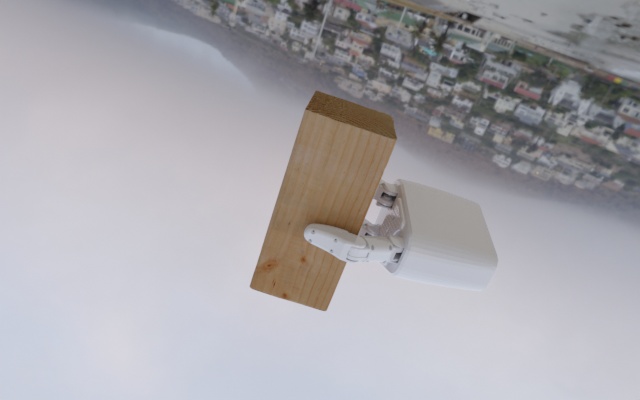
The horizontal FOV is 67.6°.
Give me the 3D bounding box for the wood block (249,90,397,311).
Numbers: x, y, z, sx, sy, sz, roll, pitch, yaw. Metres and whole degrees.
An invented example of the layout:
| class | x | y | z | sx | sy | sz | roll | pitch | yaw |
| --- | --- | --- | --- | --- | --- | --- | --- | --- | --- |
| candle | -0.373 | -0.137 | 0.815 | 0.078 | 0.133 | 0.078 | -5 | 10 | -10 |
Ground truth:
| class | x | y | z | sx | sy | sz | roll | pitch | yaw |
| --- | --- | --- | --- | --- | --- | --- | --- | --- | --- |
| wood block | 0.000 | 0.002 | 0.511 | 0.090 | 0.206 | 0.090 | 18 | 24 | -3 |
